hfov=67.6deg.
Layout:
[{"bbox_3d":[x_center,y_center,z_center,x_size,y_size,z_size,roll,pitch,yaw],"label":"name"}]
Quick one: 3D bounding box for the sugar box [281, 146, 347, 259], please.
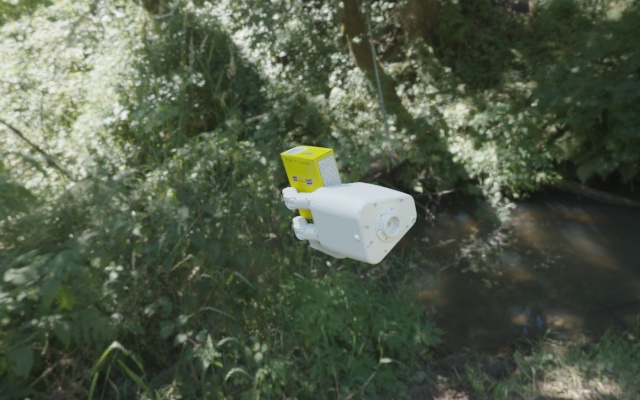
[{"bbox_3d":[0.000,0.003,0.762,0.048,0.176,0.093,-27,24,-29],"label":"sugar box"}]
